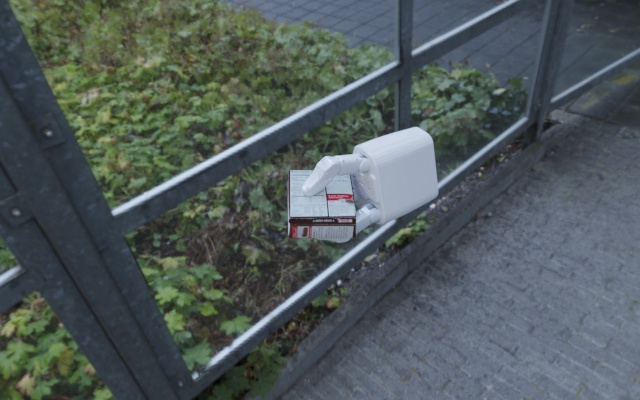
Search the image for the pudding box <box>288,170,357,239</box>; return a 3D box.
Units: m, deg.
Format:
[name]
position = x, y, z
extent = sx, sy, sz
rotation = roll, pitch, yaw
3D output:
[pudding box]
position = 0.000, 0.002, 0.648
extent = 0.090, 0.039, 0.113
rotation = -1, 36, -3
